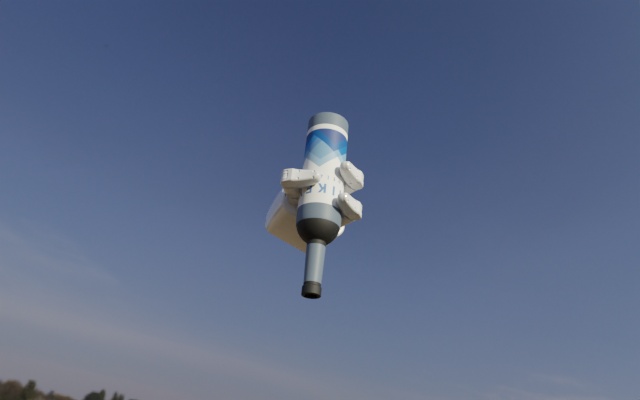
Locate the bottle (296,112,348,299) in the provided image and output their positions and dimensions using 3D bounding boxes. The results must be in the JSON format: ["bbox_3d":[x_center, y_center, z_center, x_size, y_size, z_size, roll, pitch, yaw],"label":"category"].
[{"bbox_3d":[0.000,0.002,0.722,0.069,0.295,0.069,4,-29,2],"label":"bottle"}]
